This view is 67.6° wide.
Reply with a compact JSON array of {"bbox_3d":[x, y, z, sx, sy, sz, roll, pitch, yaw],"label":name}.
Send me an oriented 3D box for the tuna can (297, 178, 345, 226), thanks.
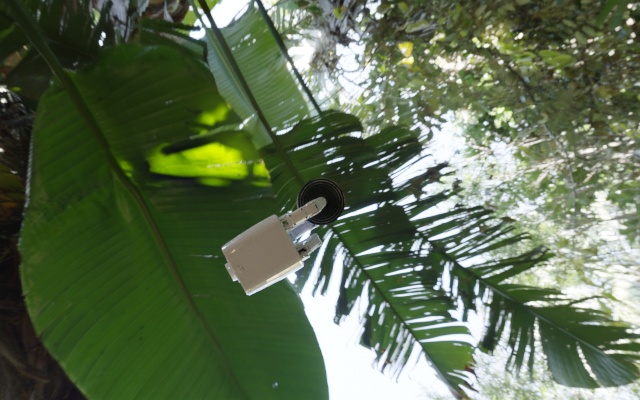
[{"bbox_3d":[0.000,0.003,0.861,0.086,0.086,0.034,0,-3,-6],"label":"tuna can"}]
